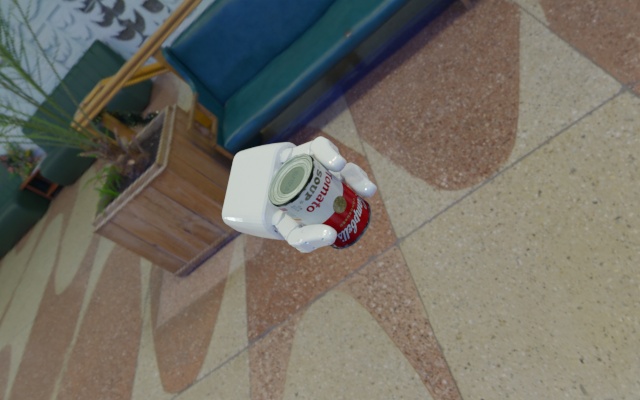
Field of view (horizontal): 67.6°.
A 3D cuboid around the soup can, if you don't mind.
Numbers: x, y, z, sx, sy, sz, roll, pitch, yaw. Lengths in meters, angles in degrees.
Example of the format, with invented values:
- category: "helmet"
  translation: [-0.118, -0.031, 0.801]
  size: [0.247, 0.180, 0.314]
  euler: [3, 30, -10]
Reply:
- category: "soup can"
  translation: [0.000, 0.002, 0.534]
  size: [0.068, 0.068, 0.102]
  euler: [0, -30, 49]
